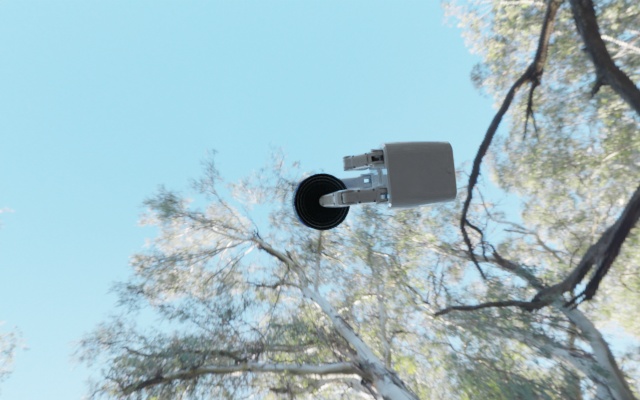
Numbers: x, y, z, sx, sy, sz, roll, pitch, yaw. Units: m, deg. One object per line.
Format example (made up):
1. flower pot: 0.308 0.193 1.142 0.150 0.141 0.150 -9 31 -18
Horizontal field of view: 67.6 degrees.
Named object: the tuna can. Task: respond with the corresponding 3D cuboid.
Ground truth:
1. tuna can: 0.000 0.002 0.725 0.086 0.086 0.034 0 -1 -13
